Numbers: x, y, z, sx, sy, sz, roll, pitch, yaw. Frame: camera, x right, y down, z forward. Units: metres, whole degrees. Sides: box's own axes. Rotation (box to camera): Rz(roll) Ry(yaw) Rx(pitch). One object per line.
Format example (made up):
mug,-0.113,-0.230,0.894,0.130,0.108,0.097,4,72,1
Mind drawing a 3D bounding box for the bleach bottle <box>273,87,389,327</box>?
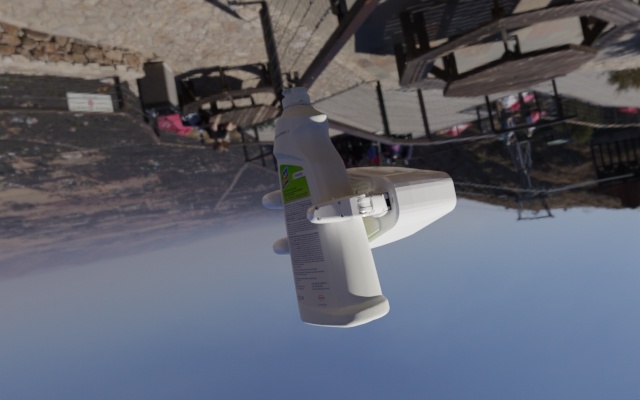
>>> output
bleach bottle,0.000,0.002,0.510,0.068,0.251,0.102,-9,-3,-38
